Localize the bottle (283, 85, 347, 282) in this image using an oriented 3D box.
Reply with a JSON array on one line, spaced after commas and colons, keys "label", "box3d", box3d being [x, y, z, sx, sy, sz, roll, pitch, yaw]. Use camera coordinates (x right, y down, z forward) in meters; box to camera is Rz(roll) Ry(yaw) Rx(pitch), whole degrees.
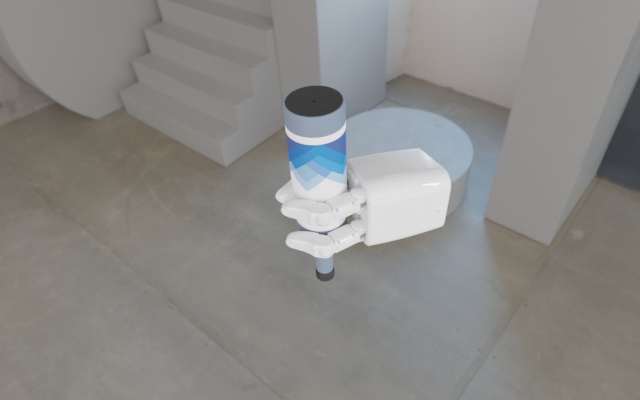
[{"label": "bottle", "box3d": [0.000, 0.002, 0.603, 0.069, 0.296, 0.069, -2, 43, 2]}]
